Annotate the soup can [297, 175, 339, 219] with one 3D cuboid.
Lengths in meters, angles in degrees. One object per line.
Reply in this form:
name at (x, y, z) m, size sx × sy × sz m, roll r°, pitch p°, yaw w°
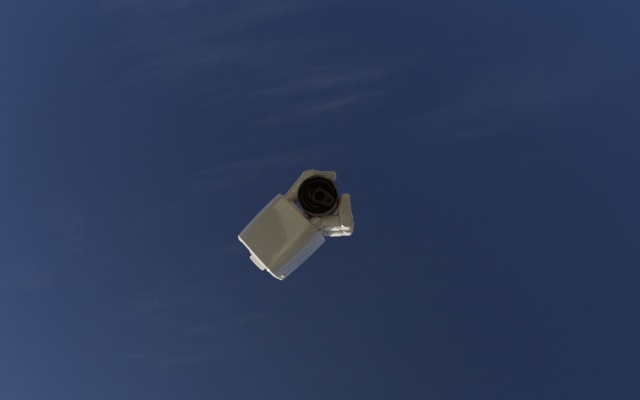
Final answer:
soup can at (0.000, 0.002, 0.832) m, size 0.068 × 0.068 × 0.102 m, roll 0°, pitch -14°, yaw 6°
